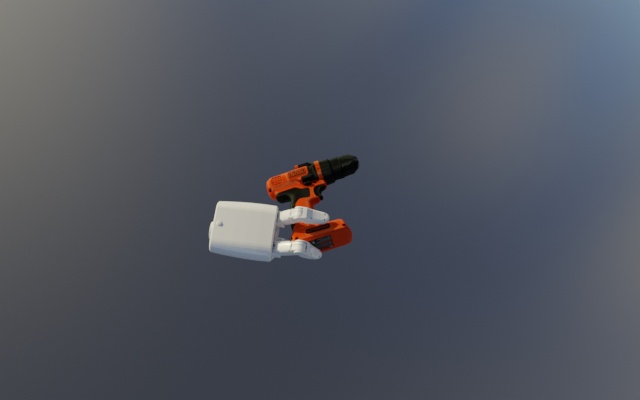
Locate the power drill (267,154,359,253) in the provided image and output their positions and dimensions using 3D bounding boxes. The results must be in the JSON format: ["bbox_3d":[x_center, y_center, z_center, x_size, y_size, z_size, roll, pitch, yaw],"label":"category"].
[{"bbox_3d":[0.000,0.003,0.878,0.184,0.187,0.057,-19,-43,4],"label":"power drill"}]
